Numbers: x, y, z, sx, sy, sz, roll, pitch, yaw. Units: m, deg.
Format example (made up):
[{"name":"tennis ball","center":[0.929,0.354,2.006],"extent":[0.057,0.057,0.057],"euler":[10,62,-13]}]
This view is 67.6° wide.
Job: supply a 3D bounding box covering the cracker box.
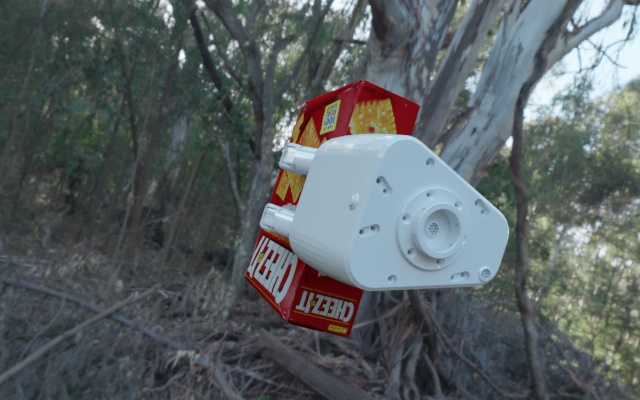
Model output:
[{"name":"cracker box","center":[0.000,0.001,0.476],"extent":[0.072,0.213,0.164],"euler":[19,-2,-21]}]
